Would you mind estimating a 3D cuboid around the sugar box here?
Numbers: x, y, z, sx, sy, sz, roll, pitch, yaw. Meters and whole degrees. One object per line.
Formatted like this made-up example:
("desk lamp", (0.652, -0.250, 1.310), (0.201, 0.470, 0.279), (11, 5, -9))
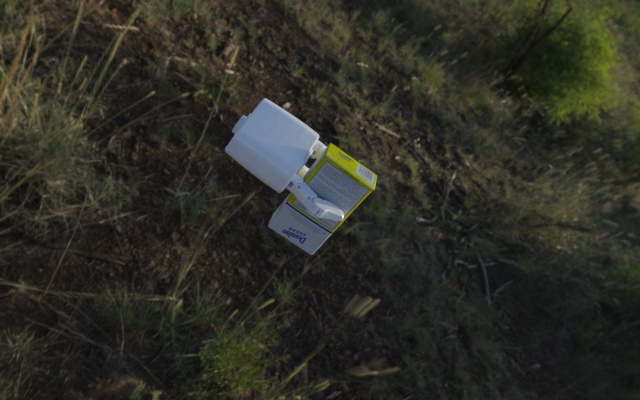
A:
("sugar box", (0.000, 0.002, 0.761), (0.093, 0.176, 0.048), (35, 37, -10))
